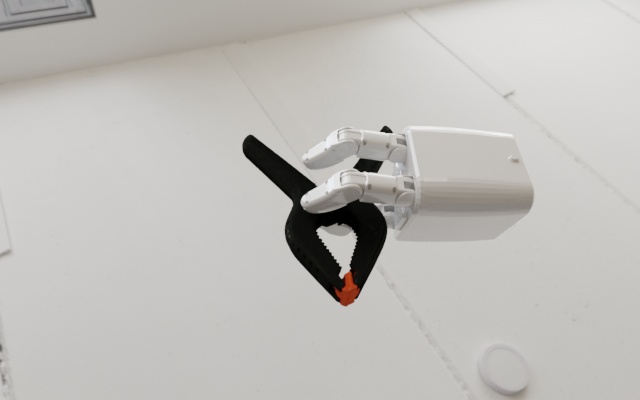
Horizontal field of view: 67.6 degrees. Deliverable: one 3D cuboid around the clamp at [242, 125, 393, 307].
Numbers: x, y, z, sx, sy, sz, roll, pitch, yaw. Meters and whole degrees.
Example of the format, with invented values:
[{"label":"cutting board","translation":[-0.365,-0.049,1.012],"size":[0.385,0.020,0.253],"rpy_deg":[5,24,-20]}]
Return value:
[{"label":"clamp","translation":[0.000,0.002,0.464],"size":[0.164,0.209,0.036],"rpy_deg":[0,-40,-1]}]
